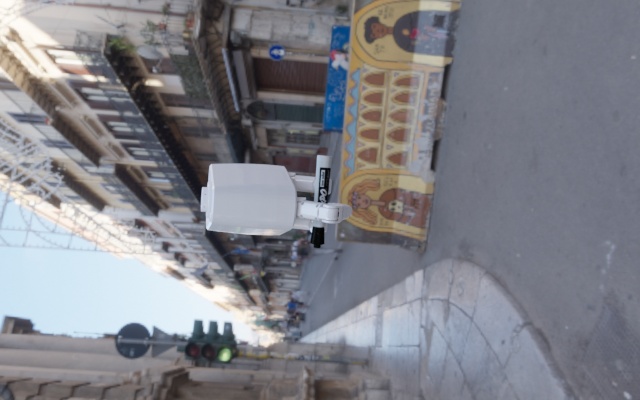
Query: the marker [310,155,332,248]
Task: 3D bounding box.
[{"bbox_3d":[0.000,0.002,0.622,0.020,0.121,0.020,5,5,0],"label":"marker"}]
